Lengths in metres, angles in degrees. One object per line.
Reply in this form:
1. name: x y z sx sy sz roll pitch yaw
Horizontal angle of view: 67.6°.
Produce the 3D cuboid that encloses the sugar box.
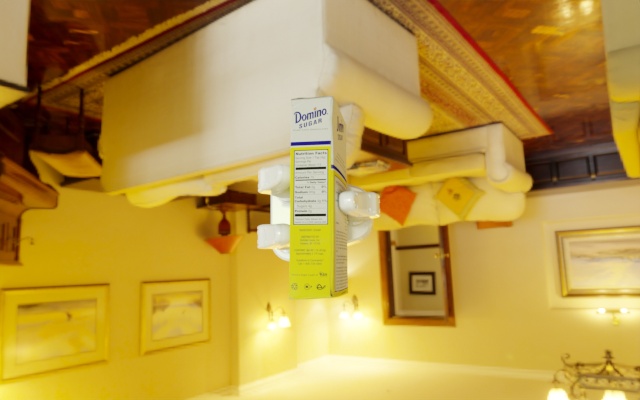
1. sugar box: 0.000 0.002 0.450 0.048 0.176 0.093 -4 -9 10
